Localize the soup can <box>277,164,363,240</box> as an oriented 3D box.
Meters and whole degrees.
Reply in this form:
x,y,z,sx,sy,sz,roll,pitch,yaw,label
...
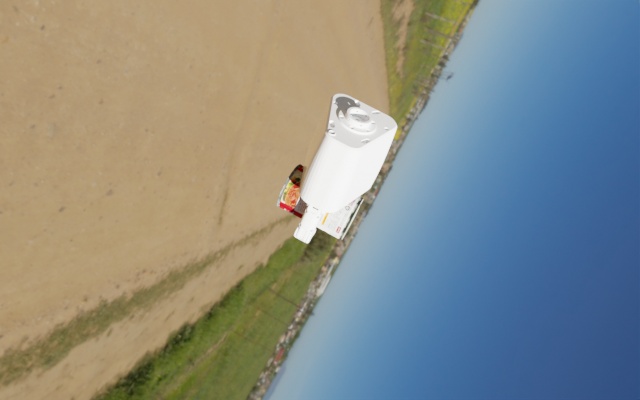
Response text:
x,y,z,sx,sy,sz,roll,pitch,yaw,label
0.000,0.003,0.665,0.102,0.068,0.068,28,3,6,soup can
